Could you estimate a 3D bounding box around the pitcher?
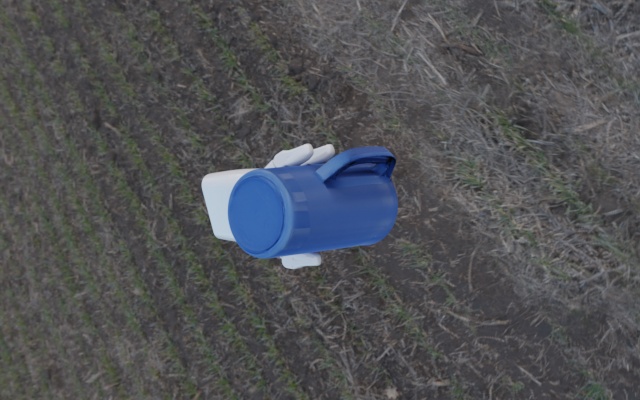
[{"bbox_3d":[0.000,0.002,0.654,0.145,0.149,0.243,0,3,36],"label":"pitcher"}]
